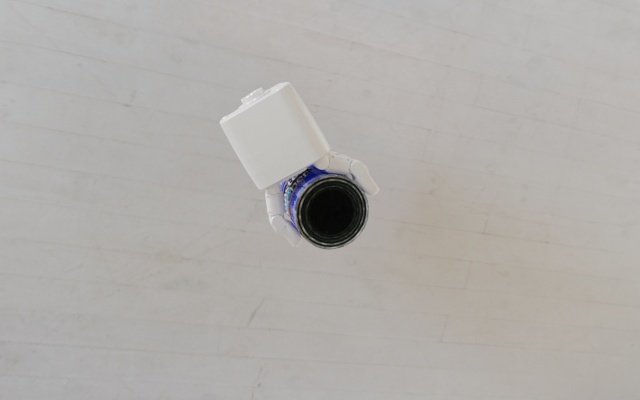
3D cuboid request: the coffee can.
[{"bbox_3d":[0.000,0.002,0.701,0.103,0.103,0.140,0,12,-14],"label":"coffee can"}]
